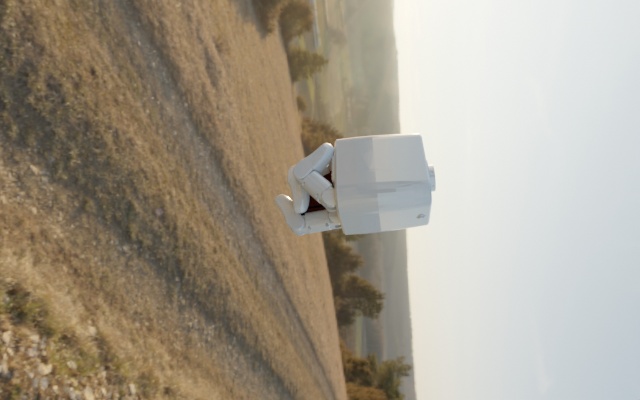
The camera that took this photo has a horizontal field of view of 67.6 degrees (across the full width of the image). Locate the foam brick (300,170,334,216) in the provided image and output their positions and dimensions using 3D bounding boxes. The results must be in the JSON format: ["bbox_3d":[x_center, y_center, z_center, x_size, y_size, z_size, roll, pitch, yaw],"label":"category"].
[{"bbox_3d":[0.000,0.002,0.631,0.051,0.053,0.078,-8,-25,6],"label":"foam brick"}]
